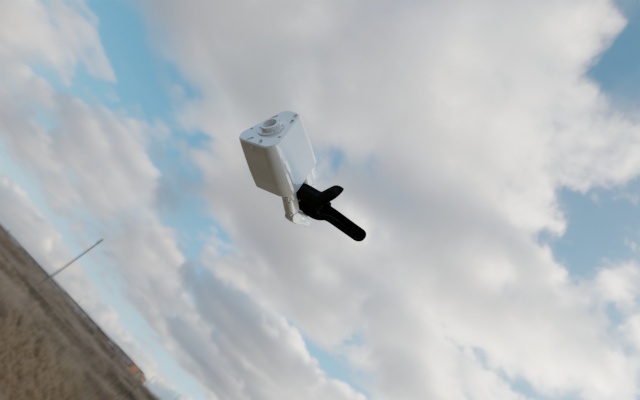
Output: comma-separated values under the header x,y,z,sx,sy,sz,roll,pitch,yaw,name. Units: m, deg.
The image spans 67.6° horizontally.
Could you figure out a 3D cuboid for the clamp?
x,y,z,sx,sy,sz,roll,pitch,yaw,name
0.000,0.002,0.833,0.171,0.120,0.039,22,53,38,clamp
